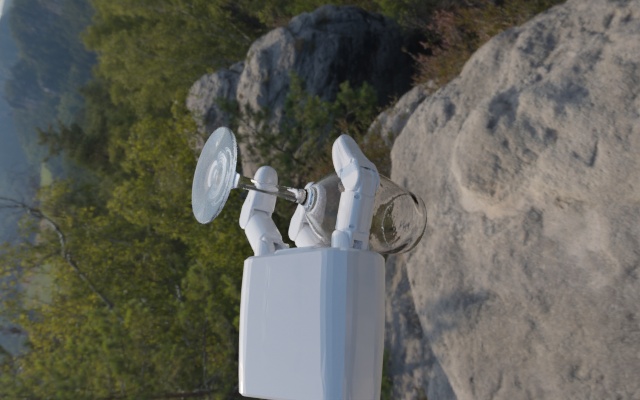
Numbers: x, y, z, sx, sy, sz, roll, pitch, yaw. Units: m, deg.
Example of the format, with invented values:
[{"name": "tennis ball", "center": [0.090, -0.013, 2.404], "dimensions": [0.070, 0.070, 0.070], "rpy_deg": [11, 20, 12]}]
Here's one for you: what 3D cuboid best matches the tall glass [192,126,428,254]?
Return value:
[{"name": "tall glass", "center": [0.000, 0.001, 0.407], "dimensions": [0.201, 0.079, 0.079], "rpy_deg": [14, -8, -33]}]
